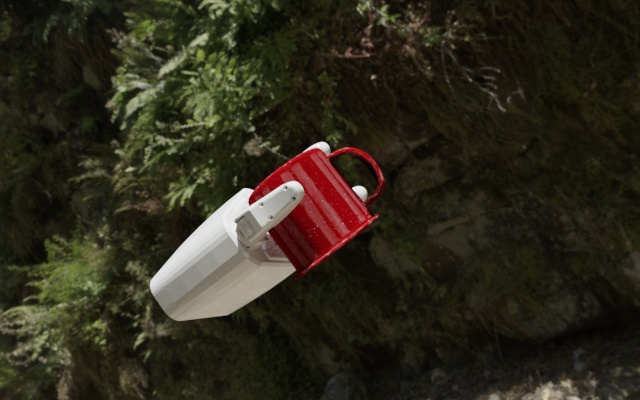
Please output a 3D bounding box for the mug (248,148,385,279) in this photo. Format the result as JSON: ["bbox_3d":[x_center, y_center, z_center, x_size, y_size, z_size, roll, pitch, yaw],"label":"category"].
[{"bbox_3d":[0.001,0.000,0.415,0.117,0.081,0.093,-38,-3,14],"label":"mug"}]
